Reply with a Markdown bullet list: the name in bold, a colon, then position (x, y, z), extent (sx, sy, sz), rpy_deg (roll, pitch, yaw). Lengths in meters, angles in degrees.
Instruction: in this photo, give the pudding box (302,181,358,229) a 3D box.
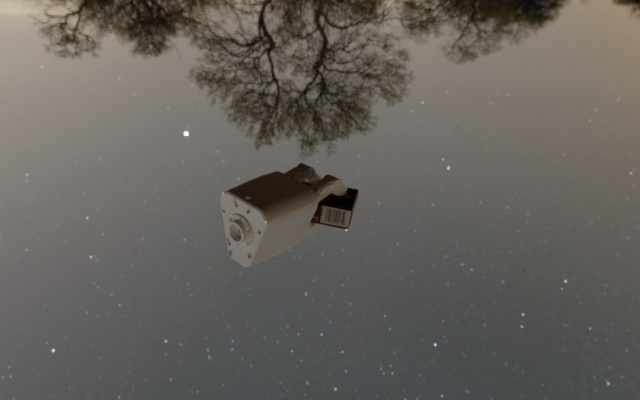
- **pudding box**: position (0.000, 0.003, 0.779), extent (0.113, 0.039, 0.090), rpy_deg (13, 26, 6)
